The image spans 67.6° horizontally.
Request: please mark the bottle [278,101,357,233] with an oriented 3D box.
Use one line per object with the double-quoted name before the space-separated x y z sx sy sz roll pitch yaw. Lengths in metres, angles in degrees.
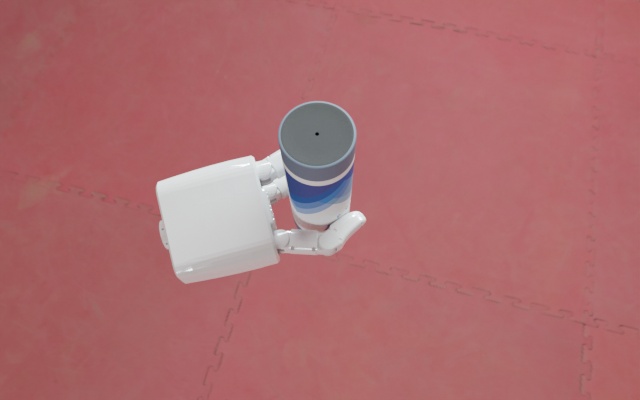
"bottle" 0.000 0.002 0.536 0.069 0.069 0.296 0 -23 1
